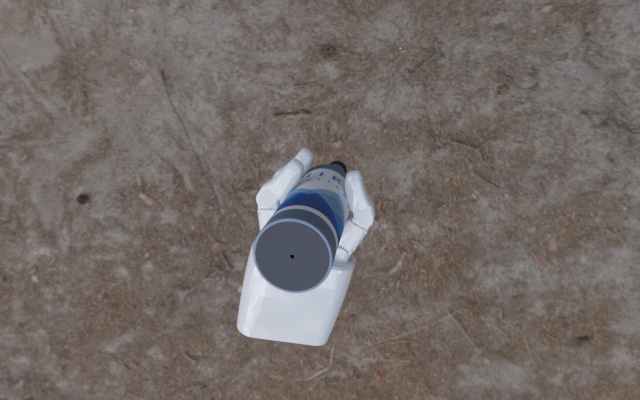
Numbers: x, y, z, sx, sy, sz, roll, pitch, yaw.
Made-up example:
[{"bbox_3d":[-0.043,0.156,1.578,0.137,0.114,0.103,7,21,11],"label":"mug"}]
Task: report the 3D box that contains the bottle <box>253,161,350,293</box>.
[{"bbox_3d":[0.000,0.002,0.524,0.069,0.069,0.295,0,17,9],"label":"bottle"}]
